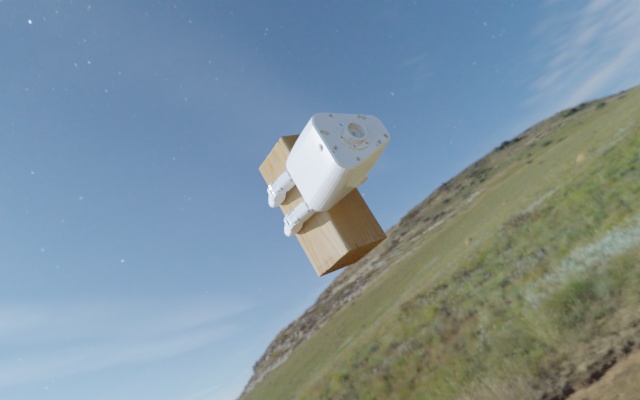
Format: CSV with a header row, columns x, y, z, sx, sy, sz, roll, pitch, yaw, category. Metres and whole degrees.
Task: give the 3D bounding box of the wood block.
x,y,z,sx,sy,sz,roll,pitch,yaw,category
0.000,0.002,0.756,0.091,0.206,0.090,-14,-24,-42,wood block
